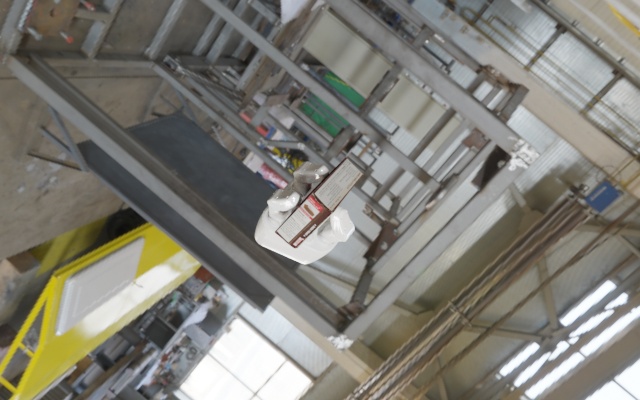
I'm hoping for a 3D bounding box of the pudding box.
[{"bbox_3d":[0.000,0.002,0.624,0.090,0.039,0.113,-47,3,38],"label":"pudding box"}]
